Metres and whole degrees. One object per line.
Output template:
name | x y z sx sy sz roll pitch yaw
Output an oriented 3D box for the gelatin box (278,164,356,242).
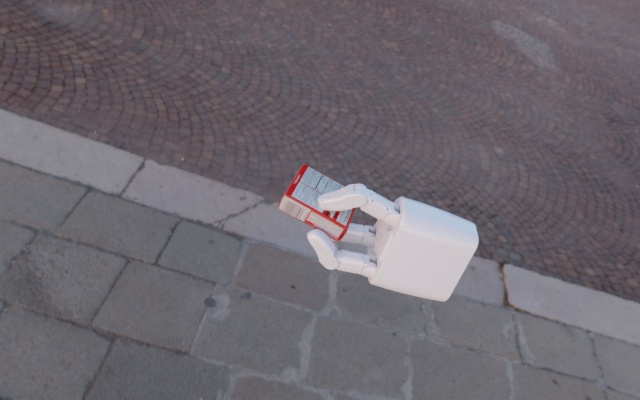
gelatin box | 0.000 0.002 0.608 0.089 0.030 0.073 29 41 -2
